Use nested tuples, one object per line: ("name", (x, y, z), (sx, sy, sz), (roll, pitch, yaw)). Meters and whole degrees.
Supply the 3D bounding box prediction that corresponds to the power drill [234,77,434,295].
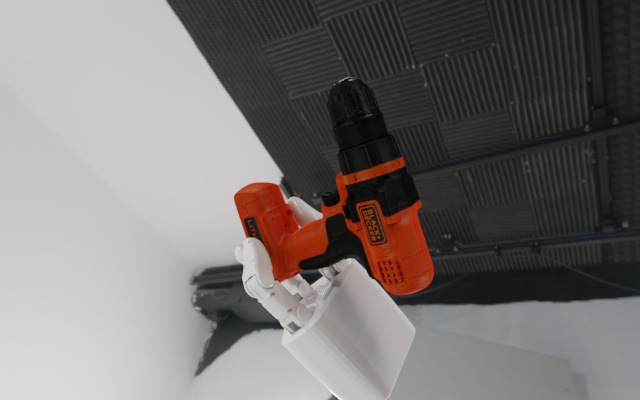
("power drill", (0.000, 0.002, 0.441), (0.188, 0.184, 0.057), (-15, 4, 45))
